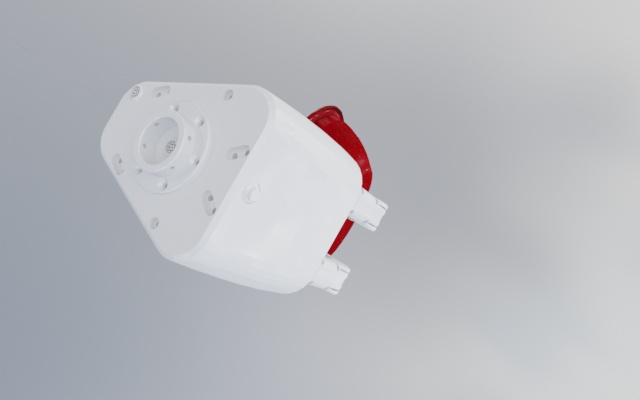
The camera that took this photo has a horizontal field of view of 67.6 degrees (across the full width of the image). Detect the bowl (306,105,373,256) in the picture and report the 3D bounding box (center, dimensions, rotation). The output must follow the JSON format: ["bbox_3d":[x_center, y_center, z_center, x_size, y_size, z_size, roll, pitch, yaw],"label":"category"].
[{"bbox_3d":[0.001,0.002,0.423,0.055,0.162,0.162,29,8,15],"label":"bowl"}]
